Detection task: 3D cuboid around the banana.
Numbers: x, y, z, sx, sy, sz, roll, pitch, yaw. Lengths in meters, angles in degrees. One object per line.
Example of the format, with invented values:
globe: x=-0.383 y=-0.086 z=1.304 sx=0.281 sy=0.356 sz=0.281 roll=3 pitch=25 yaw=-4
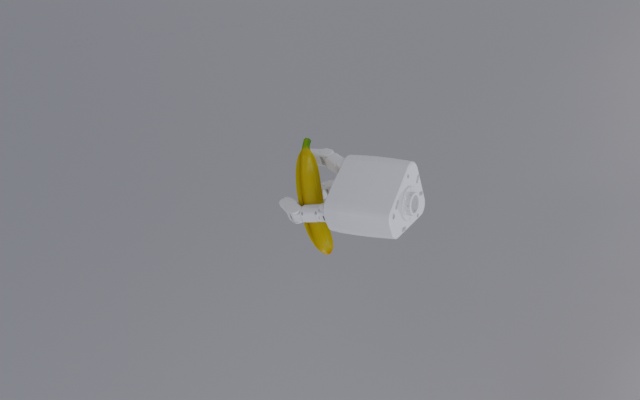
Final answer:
banana: x=-0.008 y=0.006 z=0.745 sx=0.037 sy=0.198 sz=0.069 roll=-1 pitch=19 yaw=24
